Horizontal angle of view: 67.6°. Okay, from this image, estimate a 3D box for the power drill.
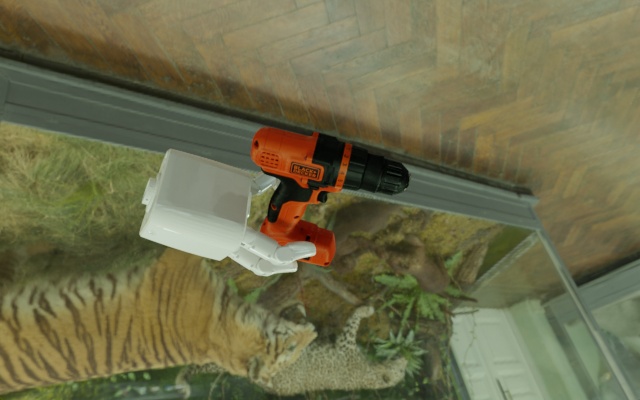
[{"bbox_3d":[0.000,0.002,0.593,0.184,0.188,0.057,15,44,0],"label":"power drill"}]
